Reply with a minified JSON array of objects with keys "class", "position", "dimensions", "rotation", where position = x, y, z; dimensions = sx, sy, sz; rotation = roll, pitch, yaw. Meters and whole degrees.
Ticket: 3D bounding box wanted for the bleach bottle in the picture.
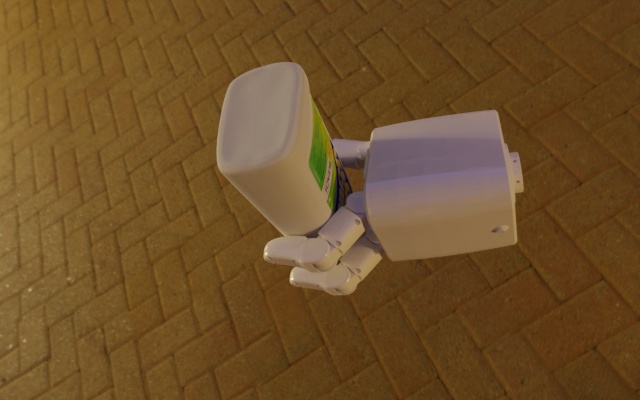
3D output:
[{"class":"bleach bottle","position":[0.000,0.001,0.434],"dimensions":[0.068,0.102,0.251],"rotation":[-10,-33,19]}]
